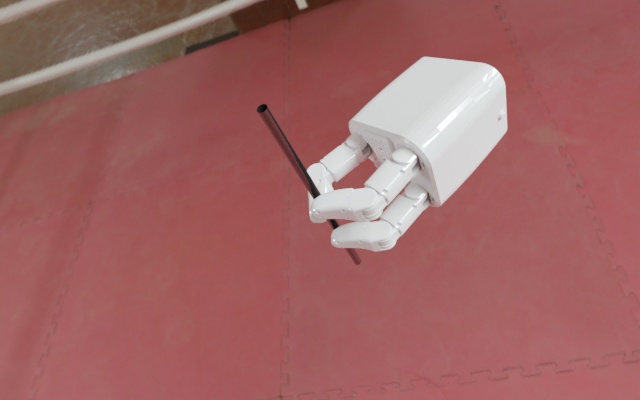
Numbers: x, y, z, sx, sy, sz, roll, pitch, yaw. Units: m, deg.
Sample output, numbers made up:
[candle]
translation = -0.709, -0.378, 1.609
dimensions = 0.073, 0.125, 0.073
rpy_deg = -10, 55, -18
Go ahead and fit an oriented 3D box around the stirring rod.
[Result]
[stirring rod]
translation = 0.000, 0.001, 0.419
dimensions = 0.011, 0.011, 0.240
rpy_deg = 0, -32, 23
